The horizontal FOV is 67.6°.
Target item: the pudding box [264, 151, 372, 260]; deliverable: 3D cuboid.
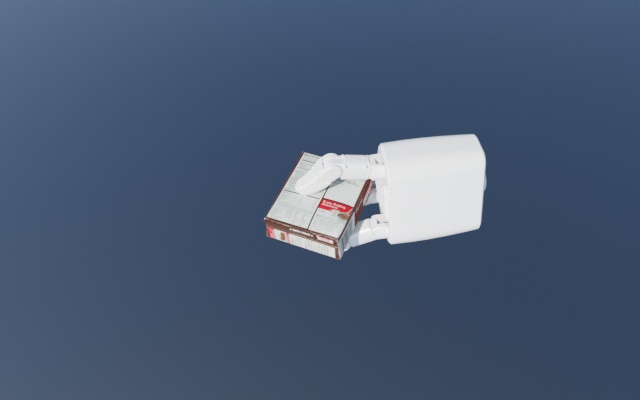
[{"bbox_3d":[0.000,0.002,0.544,0.090,0.113,0.039,16,-38,16],"label":"pudding box"}]
